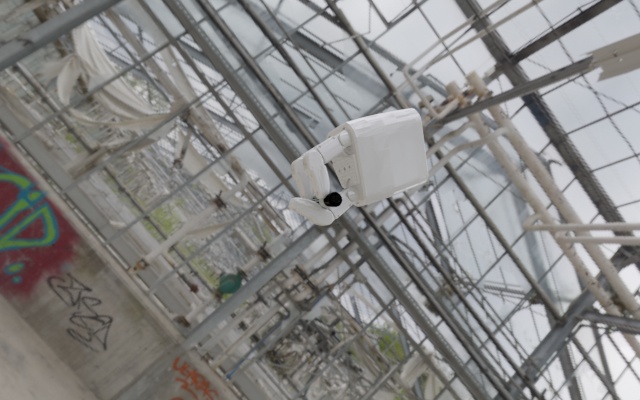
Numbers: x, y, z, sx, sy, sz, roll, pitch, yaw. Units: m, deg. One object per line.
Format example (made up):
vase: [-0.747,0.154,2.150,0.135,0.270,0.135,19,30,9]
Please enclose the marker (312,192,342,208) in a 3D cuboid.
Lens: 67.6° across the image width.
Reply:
marker: [0.000,0.002,0.634,0.020,0.020,0.121,0,-4,-19]
